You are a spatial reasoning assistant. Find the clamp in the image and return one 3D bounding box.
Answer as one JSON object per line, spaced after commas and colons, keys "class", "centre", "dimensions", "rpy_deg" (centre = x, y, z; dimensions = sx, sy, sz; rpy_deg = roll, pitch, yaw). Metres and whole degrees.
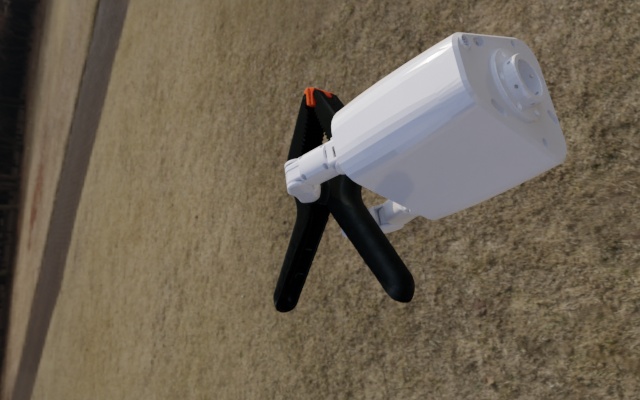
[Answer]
{"class": "clamp", "centre": [0.000, 0.001, 0.435], "dimensions": [0.036, 0.210, 0.164], "rpy_deg": [7, -24, -41]}
